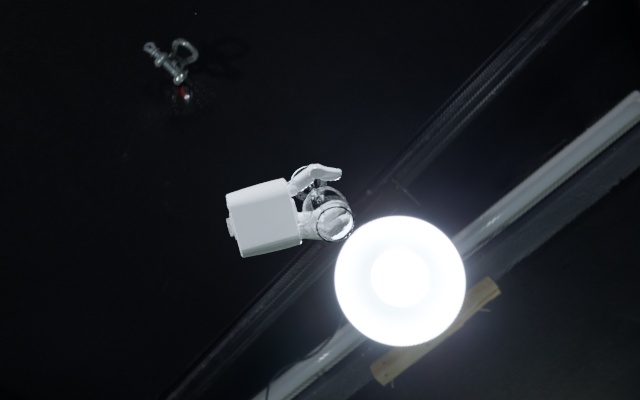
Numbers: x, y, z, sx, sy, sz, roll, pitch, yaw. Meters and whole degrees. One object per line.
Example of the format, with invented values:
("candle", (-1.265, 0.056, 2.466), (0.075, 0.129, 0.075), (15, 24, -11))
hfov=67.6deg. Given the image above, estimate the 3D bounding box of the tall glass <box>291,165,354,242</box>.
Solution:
("tall glass", (0.000, 0.002, 0.836), (0.079, 0.079, 0.201), (0, 21, -15))
